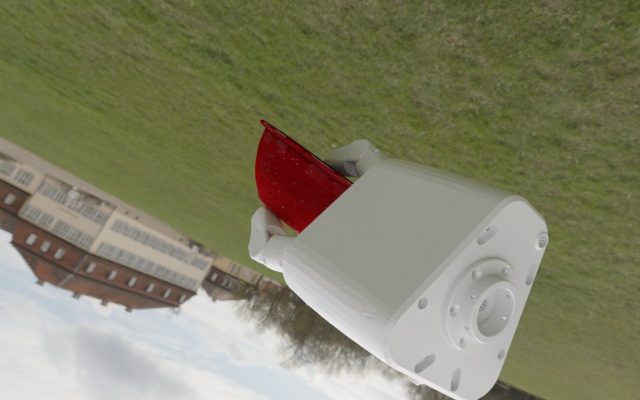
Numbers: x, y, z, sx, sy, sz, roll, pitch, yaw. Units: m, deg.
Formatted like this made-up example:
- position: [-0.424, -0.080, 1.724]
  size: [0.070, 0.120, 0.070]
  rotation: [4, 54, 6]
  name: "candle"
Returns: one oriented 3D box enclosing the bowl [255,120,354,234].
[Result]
- position: [0.000, 0.001, 0.407]
  size: [0.162, 0.055, 0.162]
  rotation: [37, 2, -2]
  name: "bowl"
